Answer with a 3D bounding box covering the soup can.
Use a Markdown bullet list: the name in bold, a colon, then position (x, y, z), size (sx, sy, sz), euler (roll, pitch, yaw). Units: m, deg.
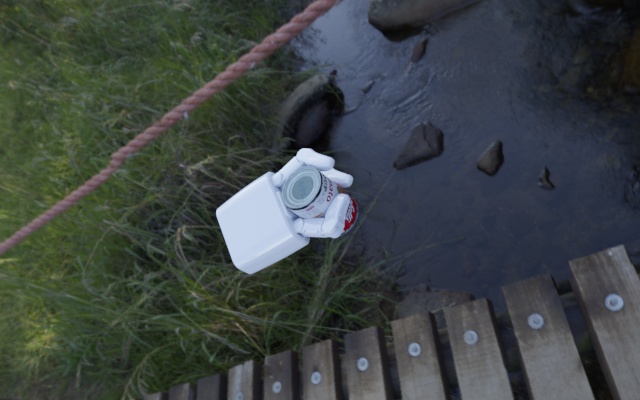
- **soup can**: position (0.000, 0.002, 0.680), size (0.068, 0.068, 0.102), euler (0, -24, 36)
